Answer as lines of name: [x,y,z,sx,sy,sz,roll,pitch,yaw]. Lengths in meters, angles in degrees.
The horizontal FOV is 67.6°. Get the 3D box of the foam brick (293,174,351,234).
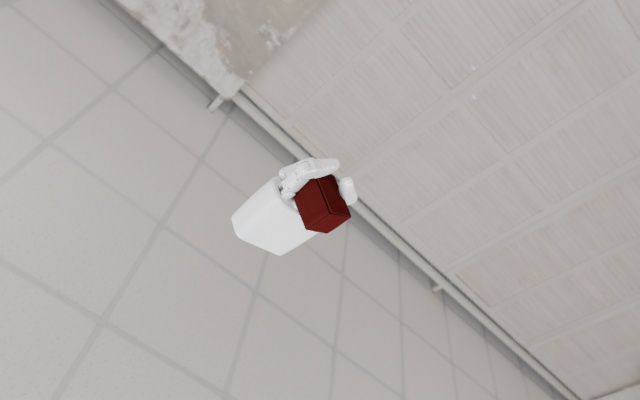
foam brick: [0.000,0.002,0.701,0.051,0.078,0.053,-37,-31,28]
